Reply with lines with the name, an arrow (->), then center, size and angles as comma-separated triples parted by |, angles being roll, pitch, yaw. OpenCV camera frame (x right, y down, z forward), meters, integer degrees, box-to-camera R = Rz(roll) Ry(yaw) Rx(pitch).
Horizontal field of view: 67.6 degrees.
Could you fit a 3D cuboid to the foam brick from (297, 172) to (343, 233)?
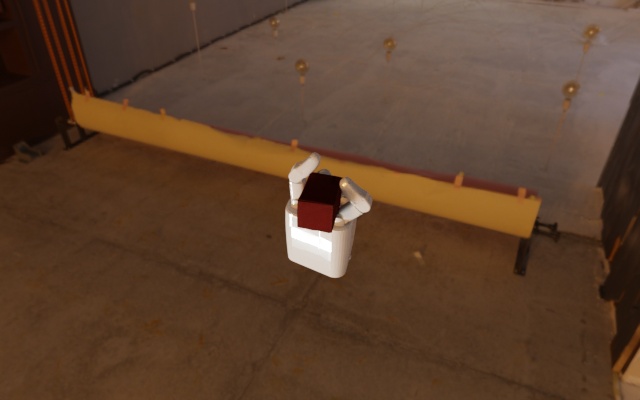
foam brick -> 0.000, 0.002, 0.697 | 0.053, 0.051, 0.078 | 10, 36, 8
